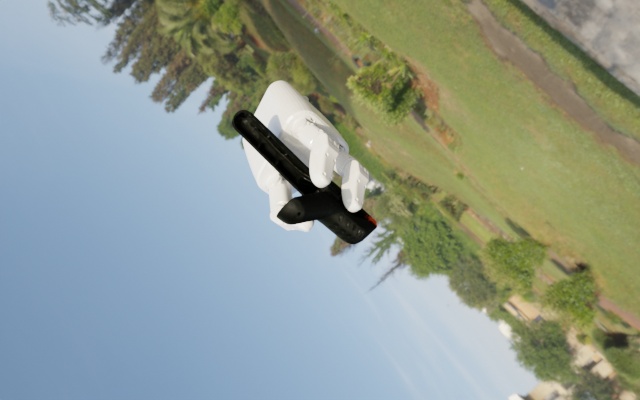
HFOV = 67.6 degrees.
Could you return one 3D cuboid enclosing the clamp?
[{"bbox_3d":[0.000,0.002,0.509,0.210,0.036,0.164,36,18,-38],"label":"clamp"}]
